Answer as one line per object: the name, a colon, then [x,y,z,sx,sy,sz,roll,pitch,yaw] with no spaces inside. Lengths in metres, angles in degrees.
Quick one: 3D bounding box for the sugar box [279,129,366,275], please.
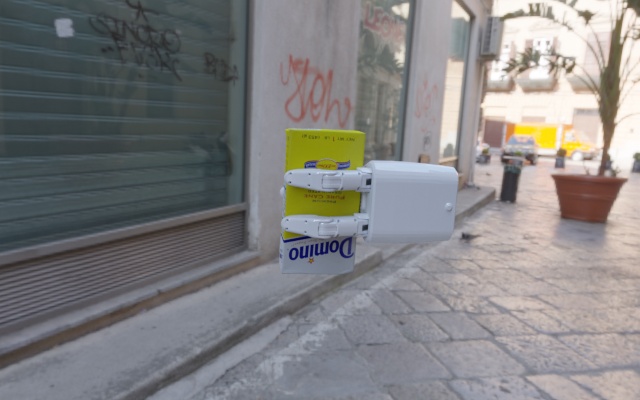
sugar box: [0.000,0.002,0.584,0.093,0.176,0.048,1,10,-10]
